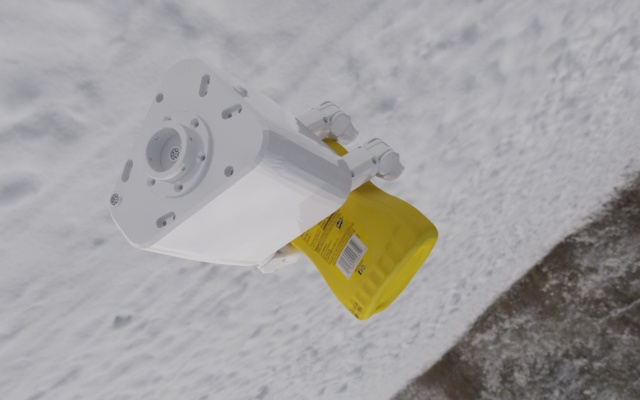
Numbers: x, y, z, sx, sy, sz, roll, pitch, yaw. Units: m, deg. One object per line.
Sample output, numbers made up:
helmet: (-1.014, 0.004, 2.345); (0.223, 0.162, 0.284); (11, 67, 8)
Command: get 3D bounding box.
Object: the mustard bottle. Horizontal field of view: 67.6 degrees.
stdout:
mustard bottle: (0.000, 0.001, 0.403); (0.058, 0.096, 0.191); (-13, 49, -48)
